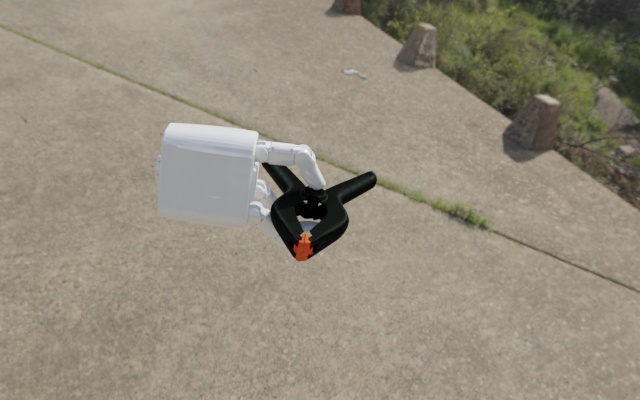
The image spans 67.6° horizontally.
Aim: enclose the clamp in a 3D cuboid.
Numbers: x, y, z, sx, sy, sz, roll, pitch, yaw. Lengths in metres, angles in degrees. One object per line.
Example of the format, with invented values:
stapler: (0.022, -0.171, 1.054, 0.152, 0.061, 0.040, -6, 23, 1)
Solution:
clamp: (0.000, 0.002, 0.602, 0.164, 0.036, 0.209, 7, 32, -6)
